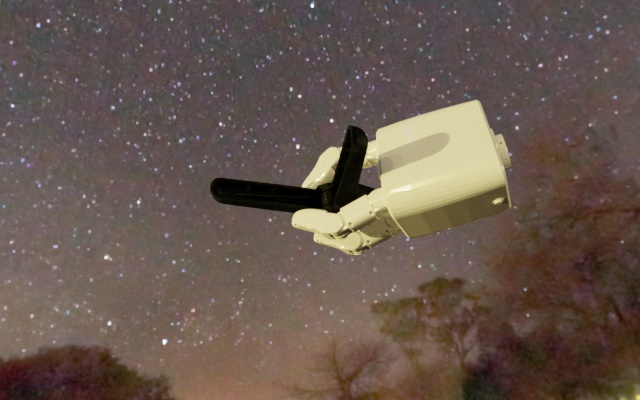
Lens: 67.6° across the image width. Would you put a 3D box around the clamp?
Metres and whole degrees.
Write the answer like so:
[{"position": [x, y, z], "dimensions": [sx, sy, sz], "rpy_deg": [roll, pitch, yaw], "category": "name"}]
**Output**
[{"position": [0.000, 0.001, 0.504], "dimensions": [0.164, 0.036, 0.210], "rpy_deg": [-14, -28, 20], "category": "clamp"}]
